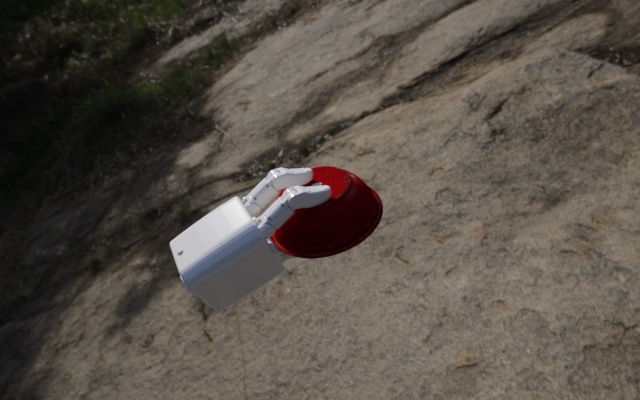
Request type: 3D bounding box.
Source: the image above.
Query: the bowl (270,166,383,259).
[{"bbox_3d":[0.001,0.001,0.641,0.162,0.055,0.162,-11,36,8],"label":"bowl"}]
